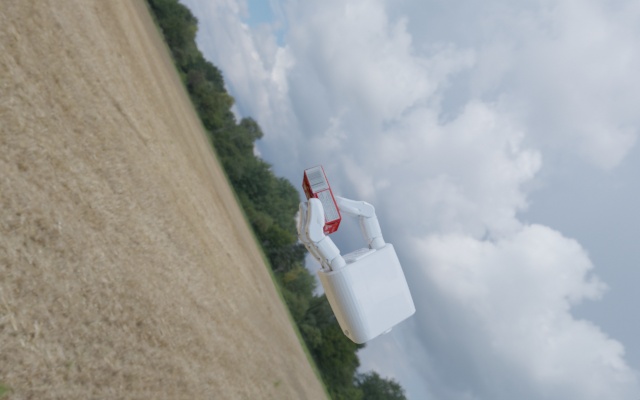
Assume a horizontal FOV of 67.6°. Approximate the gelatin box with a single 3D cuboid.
[{"bbox_3d":[0.000,0.002,0.703,0.030,0.089,0.073,-18,-13,-9],"label":"gelatin box"}]
